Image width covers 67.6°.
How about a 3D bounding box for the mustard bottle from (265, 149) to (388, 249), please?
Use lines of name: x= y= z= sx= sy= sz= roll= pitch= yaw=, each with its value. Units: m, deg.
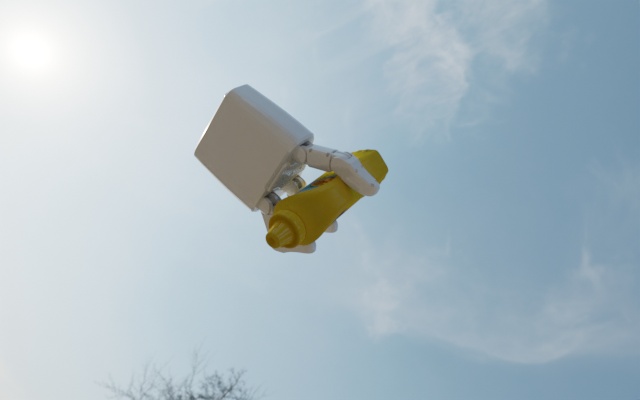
mustard bottle: x=0.000 y=0.002 z=0.554 sx=0.096 sy=0.058 sz=0.191 roll=-26 pitch=8 yaw=40
